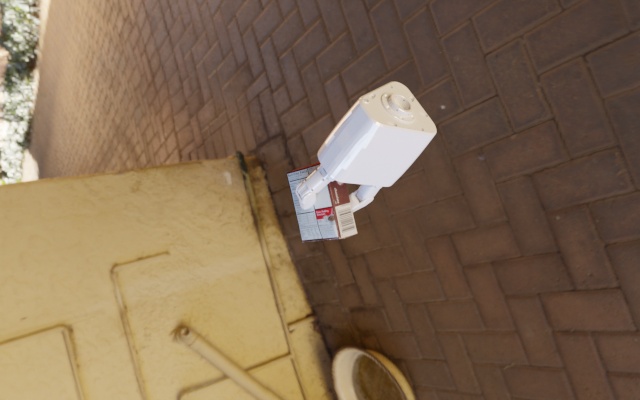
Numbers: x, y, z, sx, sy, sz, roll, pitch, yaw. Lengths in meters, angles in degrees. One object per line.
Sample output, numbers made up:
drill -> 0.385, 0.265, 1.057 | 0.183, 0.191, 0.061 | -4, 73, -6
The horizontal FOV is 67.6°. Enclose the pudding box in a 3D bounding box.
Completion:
pudding box -> 0.000, 0.002, 0.701 | 0.039, 0.113, 0.090 | -12, 1, -40
